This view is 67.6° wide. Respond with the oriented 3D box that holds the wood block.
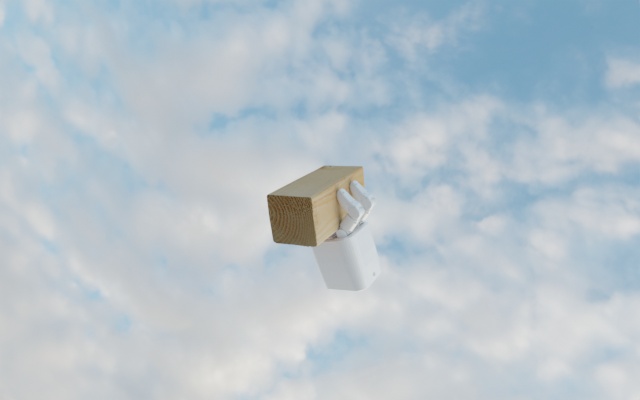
[{"bbox_3d":[0.000,0.003,0.880,0.091,0.090,0.206,3,19,29],"label":"wood block"}]
